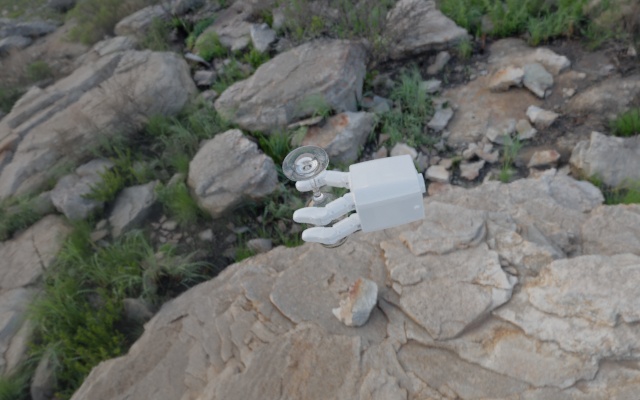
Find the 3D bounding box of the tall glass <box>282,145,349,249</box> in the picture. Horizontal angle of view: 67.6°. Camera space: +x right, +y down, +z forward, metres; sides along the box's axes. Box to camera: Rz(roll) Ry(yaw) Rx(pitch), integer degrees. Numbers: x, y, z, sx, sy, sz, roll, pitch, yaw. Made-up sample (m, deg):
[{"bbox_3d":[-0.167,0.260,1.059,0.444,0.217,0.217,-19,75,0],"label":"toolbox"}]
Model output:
[{"bbox_3d":[0.000,0.002,0.811,0.079,0.079,0.201,0,-38,17],"label":"tall glass"}]
